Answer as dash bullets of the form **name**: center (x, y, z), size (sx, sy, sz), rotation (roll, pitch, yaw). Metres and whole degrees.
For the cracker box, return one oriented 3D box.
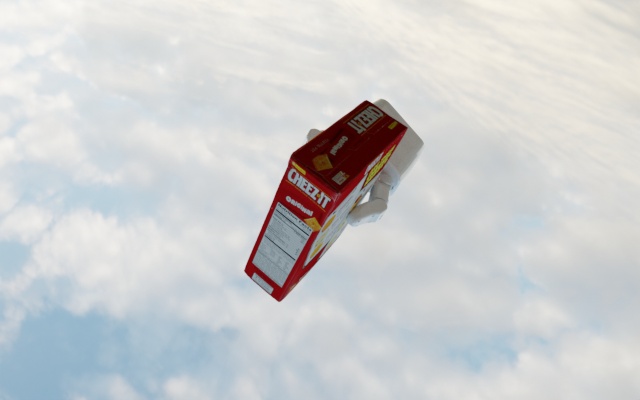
- **cracker box**: center (0.000, 0.002, 0.580), size (0.072, 0.214, 0.164), rotation (37, 45, 10)
